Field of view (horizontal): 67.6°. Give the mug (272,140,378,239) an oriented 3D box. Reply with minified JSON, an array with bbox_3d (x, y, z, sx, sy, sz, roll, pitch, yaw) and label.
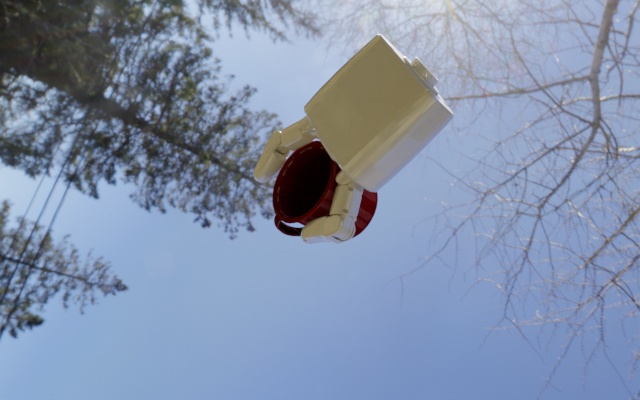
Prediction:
[{"bbox_3d":[-0.001,0.003,0.525,0.081,0.093,0.117,28,-61,-39],"label":"mug"}]
